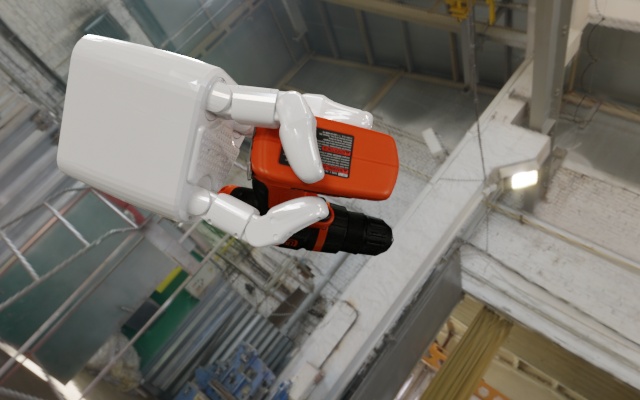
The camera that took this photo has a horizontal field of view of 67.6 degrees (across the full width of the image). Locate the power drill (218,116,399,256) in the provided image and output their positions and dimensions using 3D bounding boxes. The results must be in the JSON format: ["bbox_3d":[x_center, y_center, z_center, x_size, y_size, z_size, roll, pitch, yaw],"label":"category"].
[{"bbox_3d":[0.000,0.001,0.417,0.184,0.057,0.188,10,-23,-10],"label":"power drill"}]
